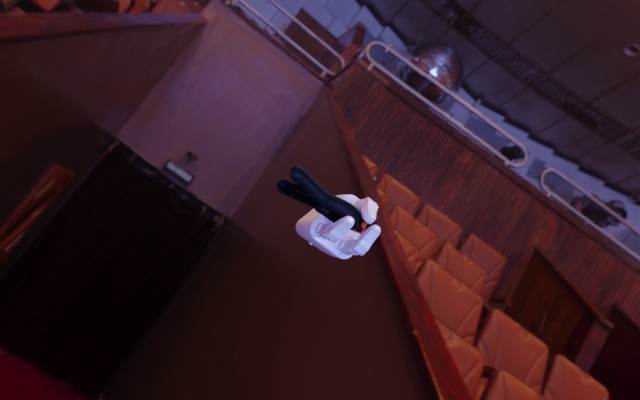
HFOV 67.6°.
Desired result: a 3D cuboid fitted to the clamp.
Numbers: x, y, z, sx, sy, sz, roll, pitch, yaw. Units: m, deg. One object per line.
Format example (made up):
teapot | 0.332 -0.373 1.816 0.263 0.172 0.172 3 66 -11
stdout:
clamp | 0.001 0.002 0.821 0.171 0.039 0.120 38 -13 -17
